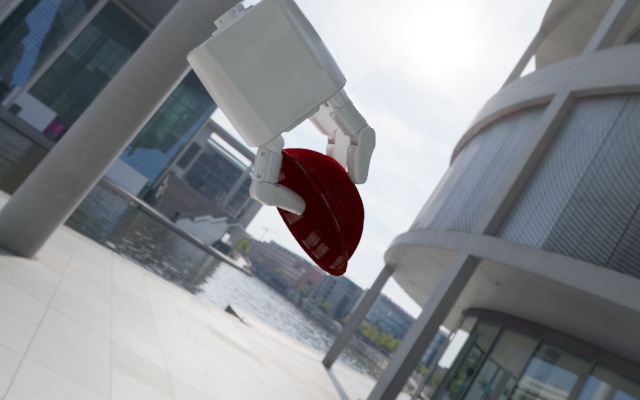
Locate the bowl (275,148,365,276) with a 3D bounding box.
[{"bbox_3d":[0.001,0.003,0.531,0.055,0.162,0.162,-30,11,-21],"label":"bowl"}]
